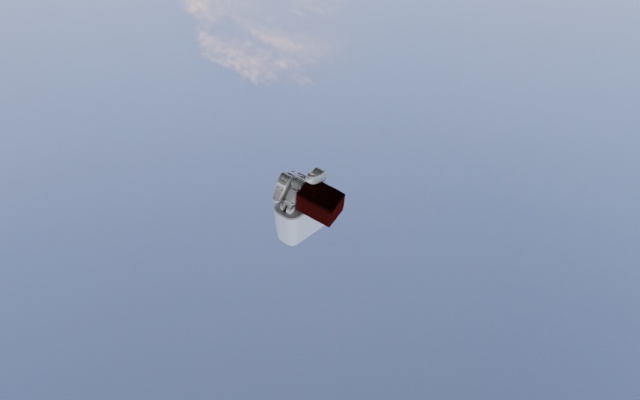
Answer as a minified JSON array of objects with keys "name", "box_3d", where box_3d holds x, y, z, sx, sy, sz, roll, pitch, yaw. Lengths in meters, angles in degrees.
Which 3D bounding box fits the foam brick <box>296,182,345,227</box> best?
[{"name":"foam brick","box_3d":[0.000,0.003,0.894,0.078,0.053,0.051,28,-33,17]}]
